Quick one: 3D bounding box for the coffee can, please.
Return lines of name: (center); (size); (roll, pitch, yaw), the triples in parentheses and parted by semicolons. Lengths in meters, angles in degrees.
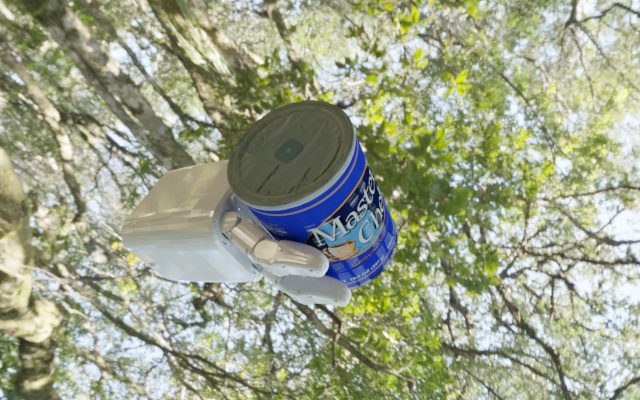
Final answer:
coffee can: (0.000, 0.001, 0.406); (0.103, 0.102, 0.140); (0, -35, 25)
